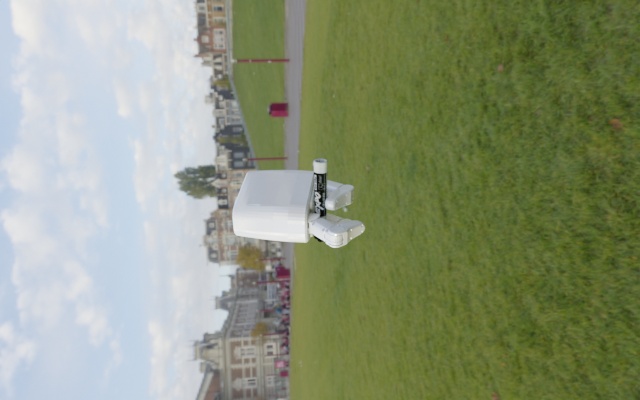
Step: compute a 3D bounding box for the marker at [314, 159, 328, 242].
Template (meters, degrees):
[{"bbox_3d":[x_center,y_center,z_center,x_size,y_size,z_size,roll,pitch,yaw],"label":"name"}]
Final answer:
[{"bbox_3d":[0.000,0.002,0.662,0.020,0.121,0.020,0,23,0],"label":"marker"}]
